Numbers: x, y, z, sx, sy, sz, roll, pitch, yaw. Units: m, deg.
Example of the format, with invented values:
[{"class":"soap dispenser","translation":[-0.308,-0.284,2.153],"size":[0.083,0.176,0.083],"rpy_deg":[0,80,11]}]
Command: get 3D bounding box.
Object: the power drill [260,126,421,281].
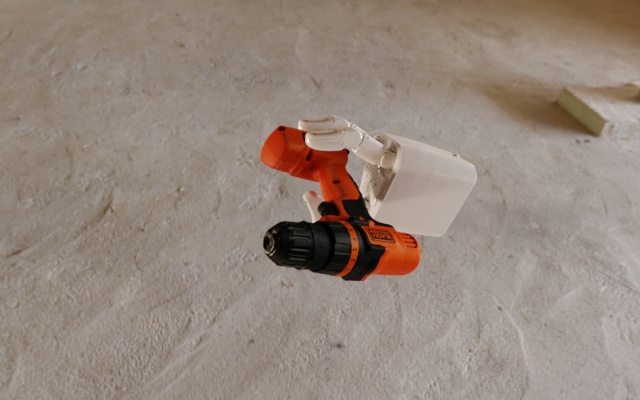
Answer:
[{"class":"power drill","translation":[0.000,0.001,0.502],"size":[0.184,0.187,0.057],"rpy_deg":[11,-52,-39]}]
